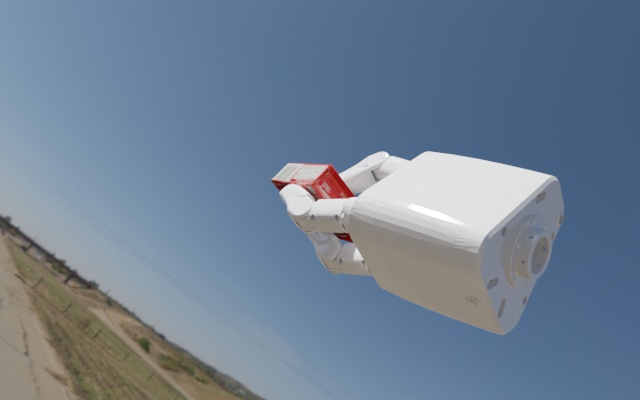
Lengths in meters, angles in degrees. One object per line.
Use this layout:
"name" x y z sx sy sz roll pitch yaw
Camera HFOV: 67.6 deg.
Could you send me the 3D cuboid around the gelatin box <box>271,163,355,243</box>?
"gelatin box" 0.000 0.001 0.454 0.030 0.073 0.089 -45 24 -18
